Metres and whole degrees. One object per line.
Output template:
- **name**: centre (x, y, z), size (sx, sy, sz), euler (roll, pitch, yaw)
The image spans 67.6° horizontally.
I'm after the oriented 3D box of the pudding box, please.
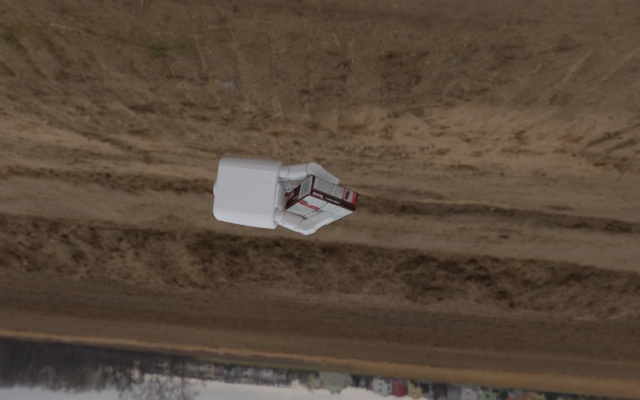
- **pudding box**: centre (0.000, 0.003, 0.828), size (0.090, 0.039, 0.113), euler (20, -21, -20)
